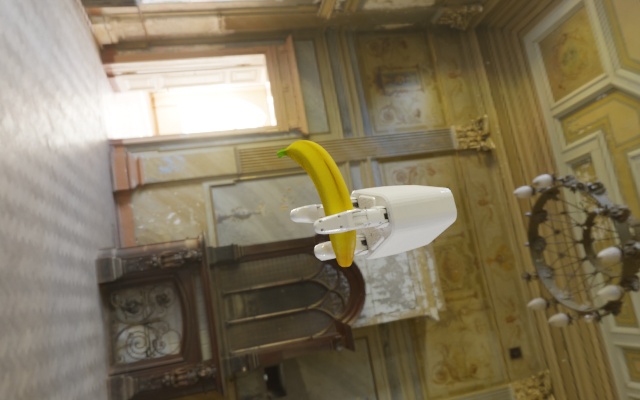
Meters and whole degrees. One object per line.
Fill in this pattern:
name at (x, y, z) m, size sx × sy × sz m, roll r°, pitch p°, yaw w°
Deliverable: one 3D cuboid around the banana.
banana at (0.006, -0.012, 0.620) m, size 0.037 × 0.197 × 0.070 m, roll -10°, pitch -32°, yaw -34°
